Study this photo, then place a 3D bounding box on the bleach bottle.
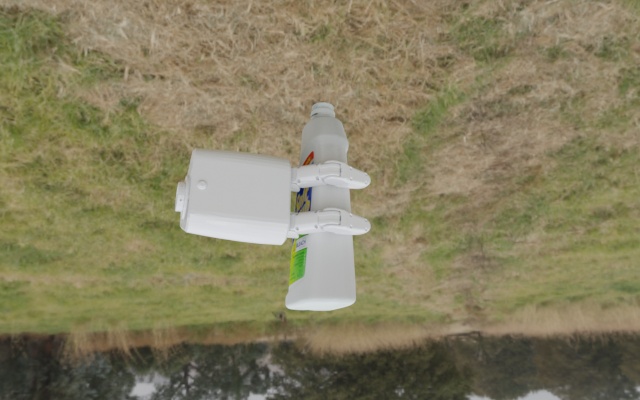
[{"bbox_3d":[0.000,0.002,0.583,0.068,0.250,0.102,6,-20,-18],"label":"bleach bottle"}]
